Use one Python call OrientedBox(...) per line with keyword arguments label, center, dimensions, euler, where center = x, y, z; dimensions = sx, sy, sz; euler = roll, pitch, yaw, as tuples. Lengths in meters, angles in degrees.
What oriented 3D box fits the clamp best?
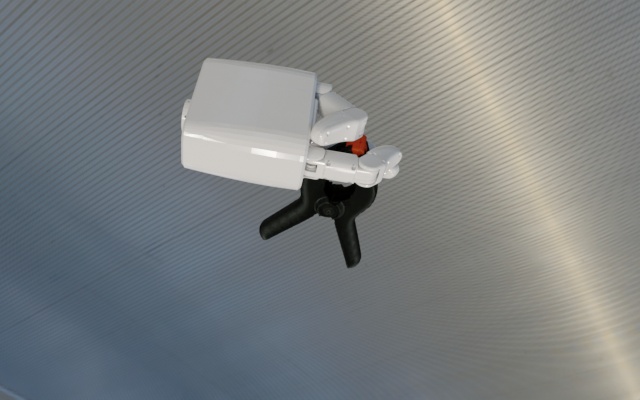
OrientedBox(label="clamp", center=(0.000, 0.002, 0.502), dimensions=(0.120, 0.172, 0.039), euler=(9, 39, -5))
